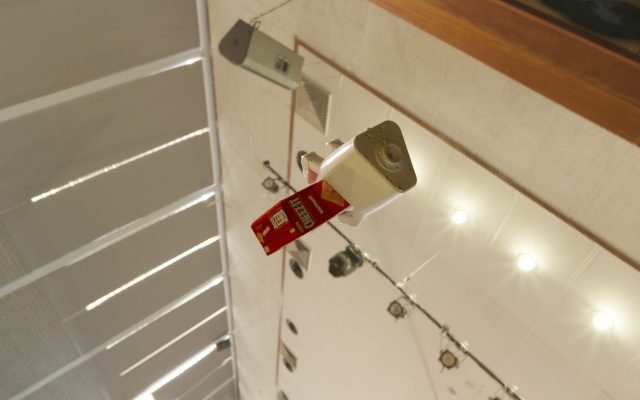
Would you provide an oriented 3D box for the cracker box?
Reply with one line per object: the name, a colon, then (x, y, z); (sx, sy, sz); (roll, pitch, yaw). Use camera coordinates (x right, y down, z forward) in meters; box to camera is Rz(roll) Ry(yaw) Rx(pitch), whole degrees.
cracker box: (0.000, 0.003, 0.833); (0.213, 0.072, 0.164); (-30, -3, -30)
